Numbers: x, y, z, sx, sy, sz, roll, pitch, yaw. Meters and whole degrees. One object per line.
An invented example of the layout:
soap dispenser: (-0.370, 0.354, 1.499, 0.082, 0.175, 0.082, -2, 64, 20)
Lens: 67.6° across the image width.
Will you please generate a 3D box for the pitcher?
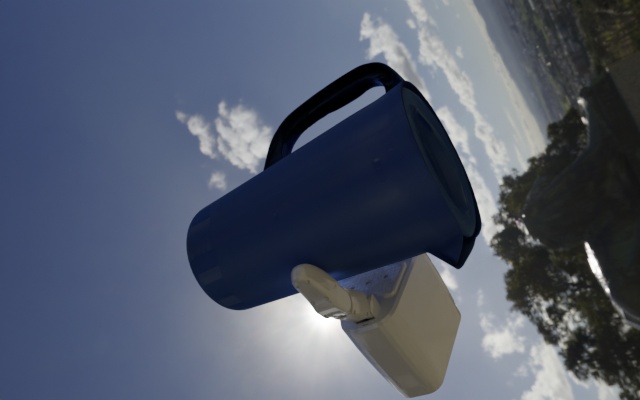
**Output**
pitcher: (0.000, 0.002, 0.420, 0.243, 0.145, 0.149, -25, 26, 26)
